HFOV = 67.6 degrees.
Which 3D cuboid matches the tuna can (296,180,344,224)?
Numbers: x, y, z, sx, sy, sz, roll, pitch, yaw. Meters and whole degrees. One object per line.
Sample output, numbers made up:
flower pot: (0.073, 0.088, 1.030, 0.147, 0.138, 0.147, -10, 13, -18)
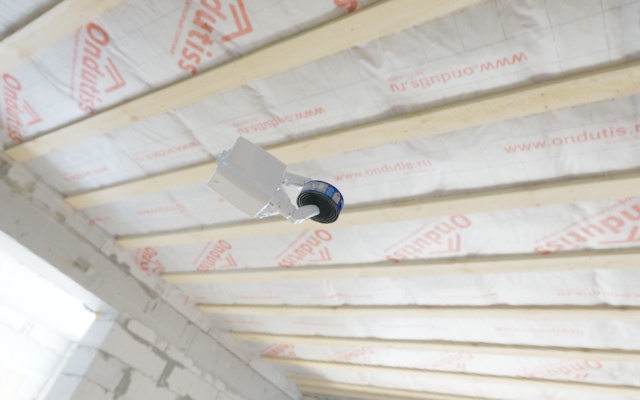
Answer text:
tuna can: (0.000, 0.003, 0.891, 0.086, 0.033, 0.086, 17, -39, 14)
